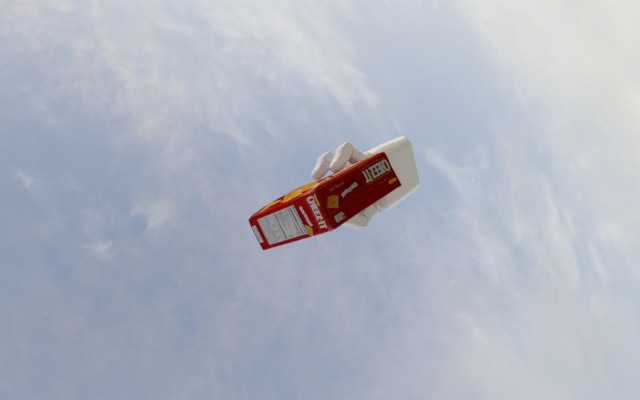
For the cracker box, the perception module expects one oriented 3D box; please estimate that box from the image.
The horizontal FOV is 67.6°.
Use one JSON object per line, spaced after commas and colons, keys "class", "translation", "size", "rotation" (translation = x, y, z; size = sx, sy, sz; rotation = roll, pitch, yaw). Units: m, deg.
{"class": "cracker box", "translation": [0.000, 0.003, 0.791], "size": [0.164, 0.072, 0.214], "rotation": [-31, 5, -37]}
